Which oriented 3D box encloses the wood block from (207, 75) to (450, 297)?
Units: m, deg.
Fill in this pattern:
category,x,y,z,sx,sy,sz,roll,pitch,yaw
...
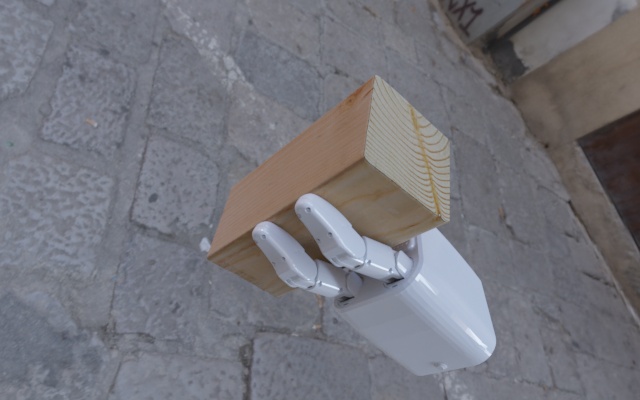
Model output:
category,x,y,z,sx,sy,sz,roll,pitch,yaw
wood block,0.001,0.001,0.414,0.090,0.090,0.206,34,-44,-25
